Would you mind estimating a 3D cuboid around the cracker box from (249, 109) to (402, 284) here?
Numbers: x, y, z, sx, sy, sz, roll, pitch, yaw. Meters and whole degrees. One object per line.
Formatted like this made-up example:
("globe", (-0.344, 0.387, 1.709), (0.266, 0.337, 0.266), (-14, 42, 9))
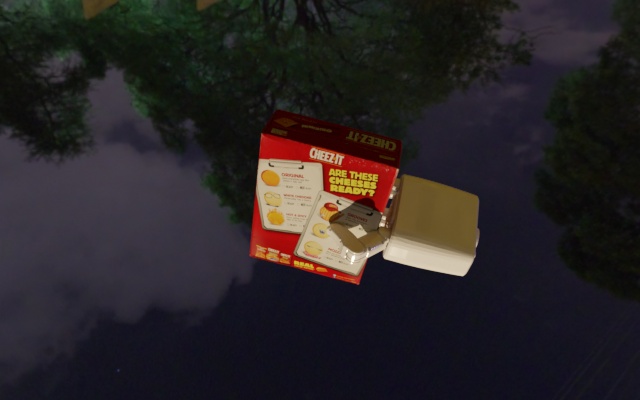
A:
("cracker box", (0.000, 0.002, 0.630), (0.164, 0.214, 0.072), (14, 41, 3))
